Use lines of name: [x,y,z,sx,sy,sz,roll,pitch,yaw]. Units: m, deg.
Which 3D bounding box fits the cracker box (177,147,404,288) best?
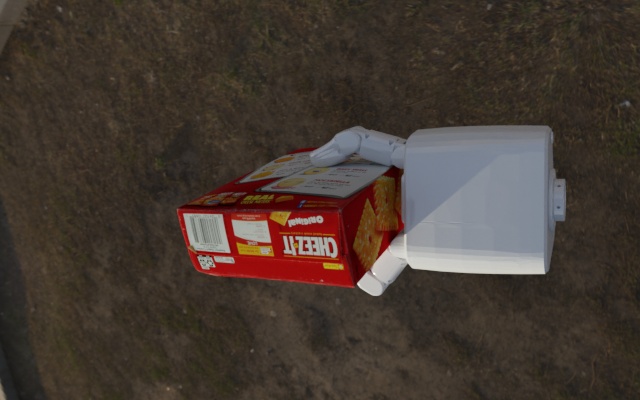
cracker box: [0.000,0.001,0.464,0.164,0.072,0.213,-1,19,30]
